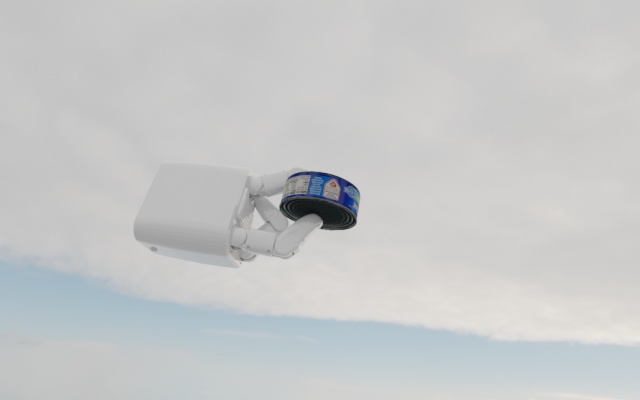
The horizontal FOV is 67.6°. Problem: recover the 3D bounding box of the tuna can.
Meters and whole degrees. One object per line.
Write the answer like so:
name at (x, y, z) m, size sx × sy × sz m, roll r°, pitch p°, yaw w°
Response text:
tuna can at (0.000, 0.001, 0.521) m, size 0.086 × 0.033 × 0.086 m, roll 10°, pitch -23°, yaw 4°
